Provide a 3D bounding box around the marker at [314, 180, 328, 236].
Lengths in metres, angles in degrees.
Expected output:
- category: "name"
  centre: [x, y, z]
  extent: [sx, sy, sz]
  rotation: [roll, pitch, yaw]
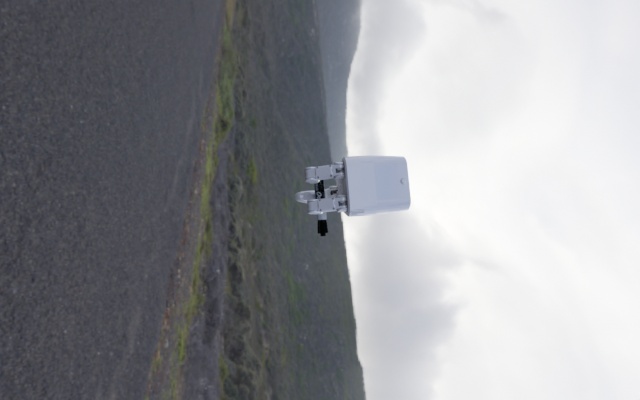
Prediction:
- category: "marker"
  centre: [0.000, 0.003, 0.845]
  extent: [0.020, 0.121, 0.020]
  rotation: [-4, -7, -1]
